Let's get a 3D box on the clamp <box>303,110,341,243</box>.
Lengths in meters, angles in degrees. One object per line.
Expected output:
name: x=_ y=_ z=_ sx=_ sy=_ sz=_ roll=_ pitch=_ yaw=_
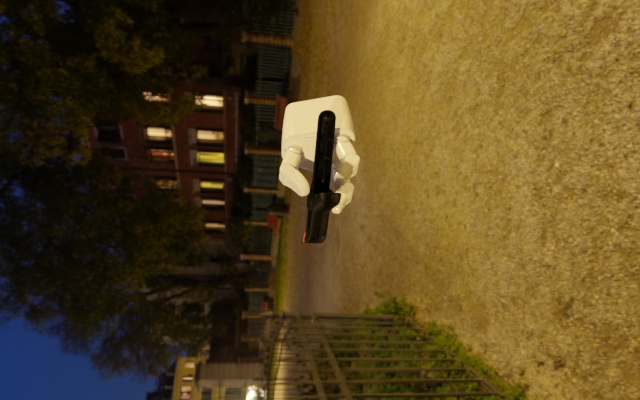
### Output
clamp: x=-0.001 y=0.002 z=0.676 sx=0.036 sy=0.210 sz=0.164 roll=4 pitch=42 yaw=-6
